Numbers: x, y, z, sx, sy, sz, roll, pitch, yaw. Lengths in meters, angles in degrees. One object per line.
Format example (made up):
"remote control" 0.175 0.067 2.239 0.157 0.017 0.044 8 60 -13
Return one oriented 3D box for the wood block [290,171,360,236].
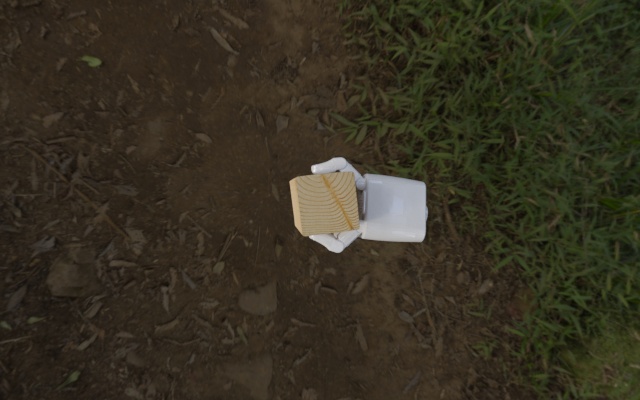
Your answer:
"wood block" 0.001 0.002 0.807 0.090 0.091 0.206 -6 1 -6
